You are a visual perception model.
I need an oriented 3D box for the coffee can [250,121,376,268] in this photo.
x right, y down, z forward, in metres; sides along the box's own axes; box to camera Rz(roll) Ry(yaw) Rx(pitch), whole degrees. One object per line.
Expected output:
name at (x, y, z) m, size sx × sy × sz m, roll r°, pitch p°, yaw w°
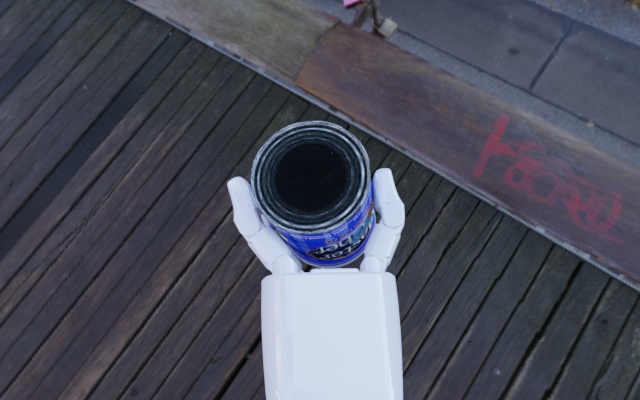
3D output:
coffee can at (0.000, 0.001, 0.462) m, size 0.103 × 0.102 × 0.140 m, roll 0°, pitch -19°, yaw 8°
